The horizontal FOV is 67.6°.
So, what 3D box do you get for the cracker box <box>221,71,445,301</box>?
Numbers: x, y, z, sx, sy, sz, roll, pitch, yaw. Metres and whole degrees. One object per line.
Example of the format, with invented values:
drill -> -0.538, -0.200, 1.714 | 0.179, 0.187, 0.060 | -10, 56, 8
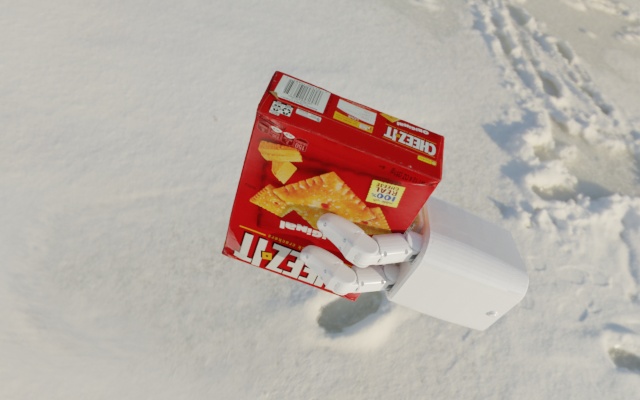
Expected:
cracker box -> 0.000, 0.001, 0.477 | 0.164, 0.072, 0.214 | 21, -44, -4
